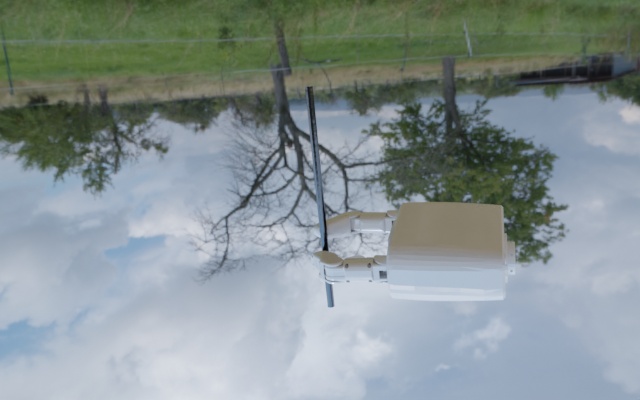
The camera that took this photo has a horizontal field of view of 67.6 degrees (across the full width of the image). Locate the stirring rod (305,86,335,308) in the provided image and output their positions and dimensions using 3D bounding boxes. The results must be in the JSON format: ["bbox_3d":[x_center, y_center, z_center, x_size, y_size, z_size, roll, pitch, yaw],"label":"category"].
[{"bbox_3d":[0.000,0.002,0.508,0.011,0.239,0.011,-6,13,1],"label":"stirring rod"}]
